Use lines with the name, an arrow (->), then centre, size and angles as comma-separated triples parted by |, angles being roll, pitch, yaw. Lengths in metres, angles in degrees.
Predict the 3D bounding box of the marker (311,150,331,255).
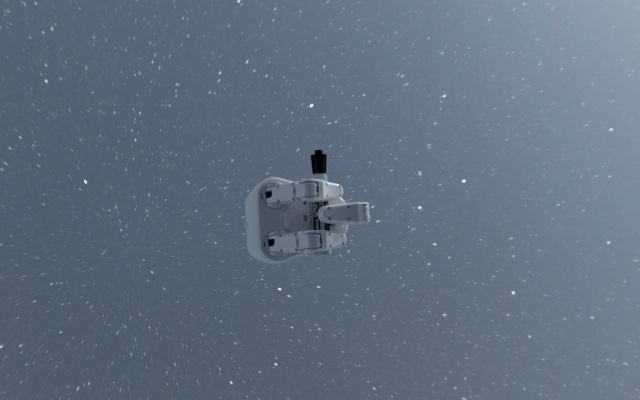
marker -> 0.000, 0.002, 0.549 | 0.020, 0.121, 0.020 | -3, -5, 0
